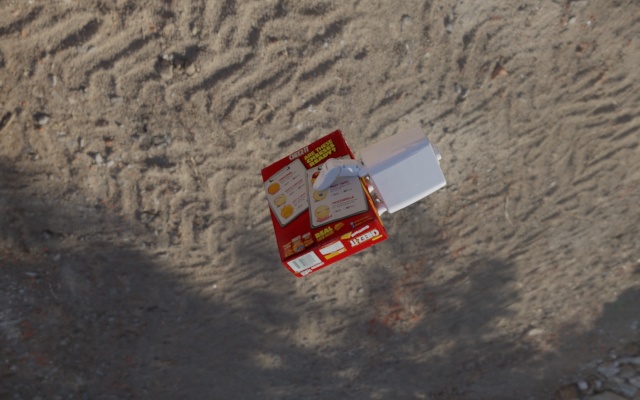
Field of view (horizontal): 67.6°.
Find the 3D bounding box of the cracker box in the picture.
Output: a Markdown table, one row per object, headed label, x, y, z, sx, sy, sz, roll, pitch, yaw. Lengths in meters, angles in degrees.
| label | x | y | z | sx | sy | sz | roll | pitch | yaw |
| --- | --- | --- | --- | --- | --- | --- | --- | --- | --- |
| cracker box | 0.000 | 0.003 | 0.806 | 0.164 | 0.213 | 0.072 | -26 | -41 | 10 |
